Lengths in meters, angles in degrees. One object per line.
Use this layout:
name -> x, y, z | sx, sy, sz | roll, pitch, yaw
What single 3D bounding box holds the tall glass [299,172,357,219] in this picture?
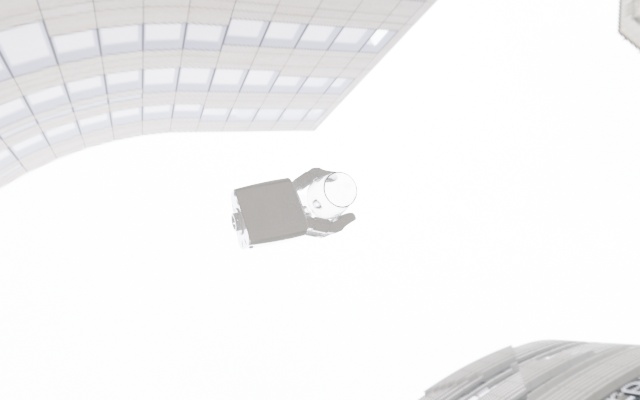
tall glass -> 0.000, 0.003, 0.889 | 0.079, 0.079, 0.201 | 0, -13, -21
